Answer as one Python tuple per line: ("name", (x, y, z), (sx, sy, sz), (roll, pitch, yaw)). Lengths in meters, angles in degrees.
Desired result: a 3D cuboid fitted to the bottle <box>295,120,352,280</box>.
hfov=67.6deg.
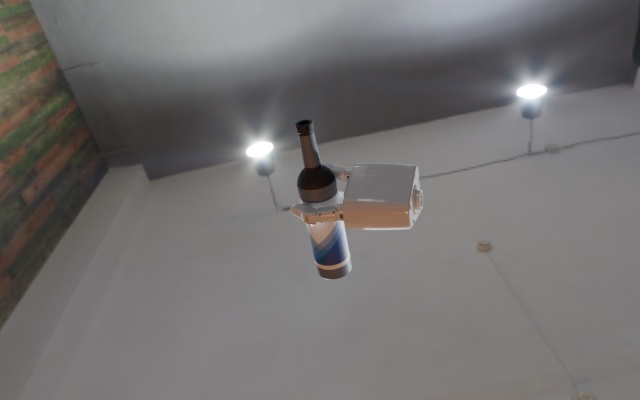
("bottle", (0.000, 0.003, 0.822), (0.069, 0.296, 0.069), (-9, 31, 5))
